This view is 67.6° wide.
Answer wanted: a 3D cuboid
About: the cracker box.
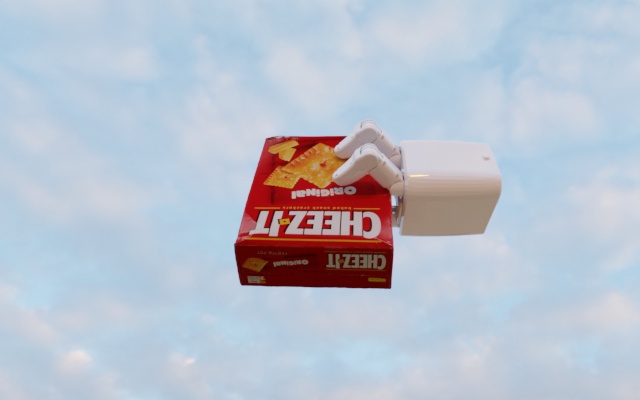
[{"bbox_3d":[0.000,0.002,0.570,0.164,0.072,0.213,0,38,5],"label":"cracker box"}]
